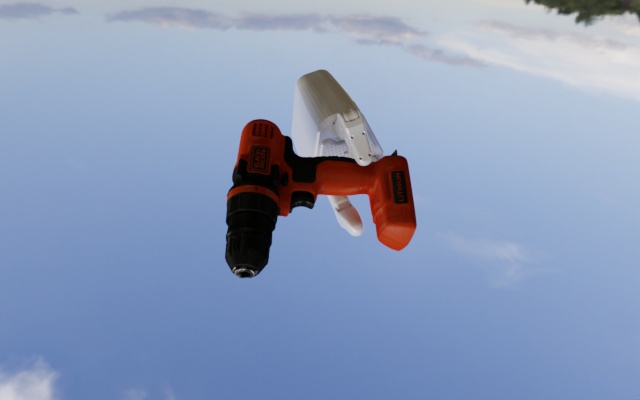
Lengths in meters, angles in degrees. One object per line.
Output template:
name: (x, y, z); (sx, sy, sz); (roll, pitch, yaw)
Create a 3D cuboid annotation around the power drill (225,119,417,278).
power drill: (0.001, 0.001, 0.488); (0.187, 0.184, 0.057); (9, -36, -11)
